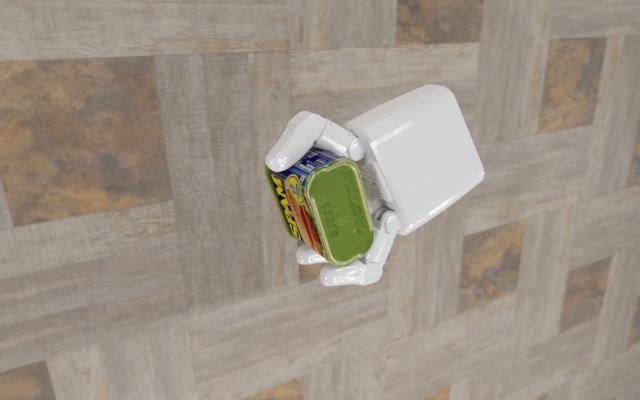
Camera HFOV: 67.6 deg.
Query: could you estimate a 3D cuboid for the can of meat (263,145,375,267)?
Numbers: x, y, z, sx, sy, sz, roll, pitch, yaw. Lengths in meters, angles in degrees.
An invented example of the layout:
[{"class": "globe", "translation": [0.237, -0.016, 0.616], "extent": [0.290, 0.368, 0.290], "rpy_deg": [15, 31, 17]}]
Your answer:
[{"class": "can of meat", "translation": [0.000, 0.001, 0.437], "extent": [0.057, 0.102, 0.084], "rpy_deg": [-28, 28, -20]}]
